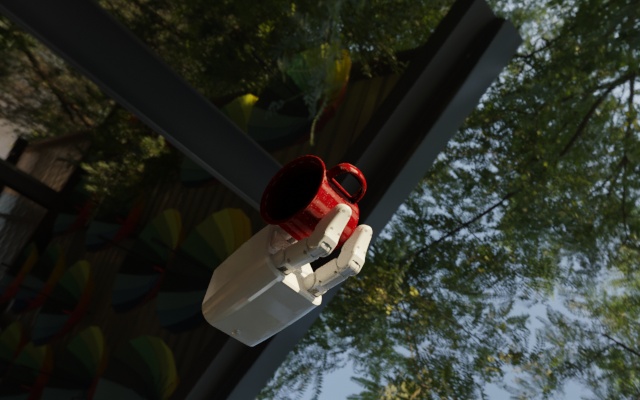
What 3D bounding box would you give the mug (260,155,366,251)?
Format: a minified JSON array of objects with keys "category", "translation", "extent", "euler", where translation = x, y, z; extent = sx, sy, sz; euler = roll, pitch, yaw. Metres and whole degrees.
[{"category":"mug","translation":[0.001,0.001,0.552],"extent":[0.117,0.093,0.081],"euler":[-36,-52,15]}]
